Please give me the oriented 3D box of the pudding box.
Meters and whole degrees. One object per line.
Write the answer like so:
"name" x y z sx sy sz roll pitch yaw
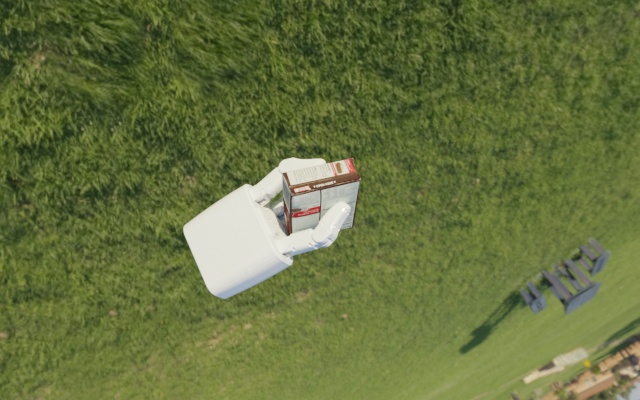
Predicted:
"pudding box" 0.000 0.002 0.605 0.090 0.039 0.114 -14 -31 -12
